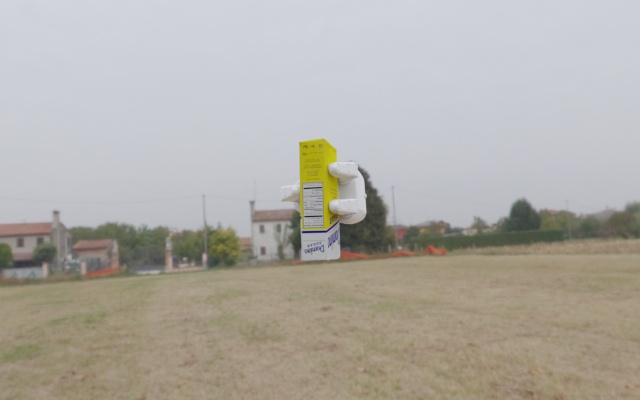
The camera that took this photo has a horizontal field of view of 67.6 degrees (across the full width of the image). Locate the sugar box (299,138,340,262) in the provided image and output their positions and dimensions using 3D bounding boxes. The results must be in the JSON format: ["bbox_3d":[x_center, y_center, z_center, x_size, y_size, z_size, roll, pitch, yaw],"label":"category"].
[{"bbox_3d":[0.001,0.002,0.720,0.048,0.176,0.093,-5,-5,14],"label":"sugar box"}]
